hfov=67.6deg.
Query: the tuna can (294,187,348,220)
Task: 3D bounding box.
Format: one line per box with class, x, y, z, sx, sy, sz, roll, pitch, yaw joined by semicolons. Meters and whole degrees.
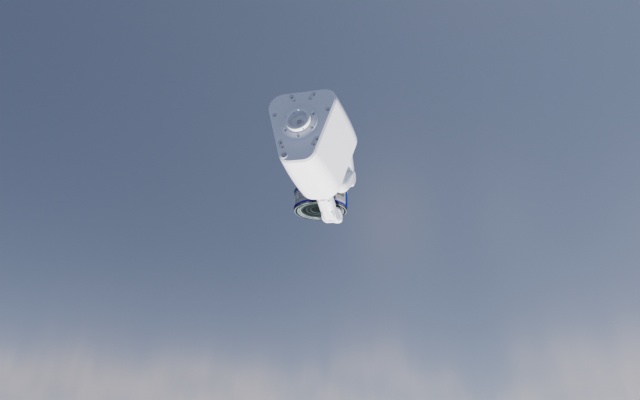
tuna can;0.000;0.003;0.754;0.086;0.033;0.086;0;-22;0
